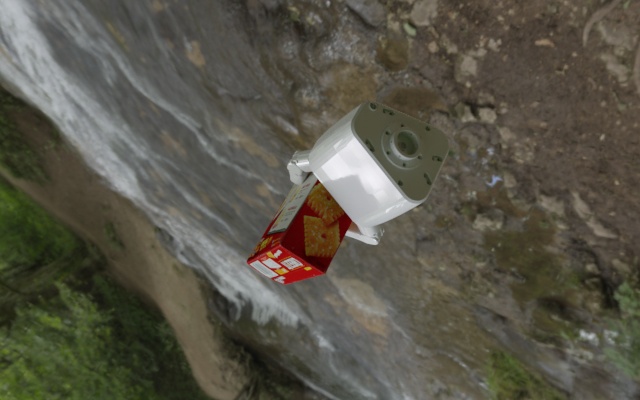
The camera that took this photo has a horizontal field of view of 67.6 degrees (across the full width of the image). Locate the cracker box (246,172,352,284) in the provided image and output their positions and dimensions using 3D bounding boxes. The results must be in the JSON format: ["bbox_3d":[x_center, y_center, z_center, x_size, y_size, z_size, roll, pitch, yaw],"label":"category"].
[{"bbox_3d":[0.000,0.002,0.636,0.072,0.213,0.164,35,-24,-10],"label":"cracker box"}]
